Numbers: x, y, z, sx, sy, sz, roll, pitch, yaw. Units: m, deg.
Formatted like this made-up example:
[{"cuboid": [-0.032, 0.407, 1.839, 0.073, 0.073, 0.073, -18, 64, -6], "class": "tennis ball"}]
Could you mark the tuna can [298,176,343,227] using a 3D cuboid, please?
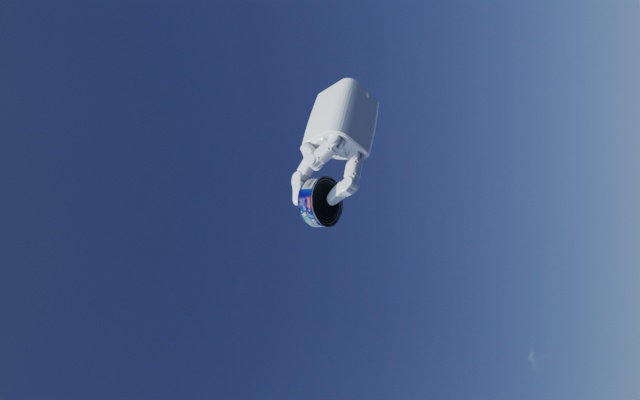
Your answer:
[{"cuboid": [0.000, 0.003, 0.807, 0.034, 0.086, 0.086, -4, -3, 38], "class": "tuna can"}]
